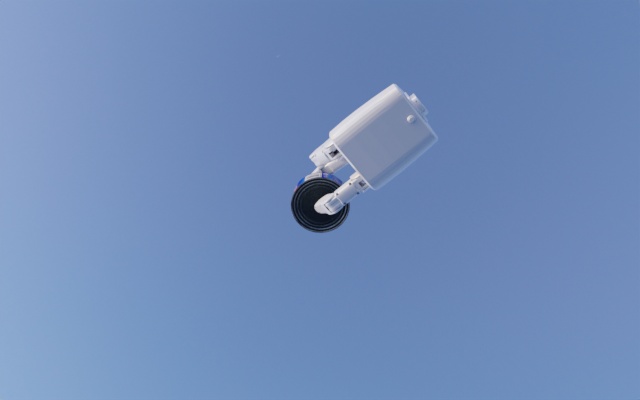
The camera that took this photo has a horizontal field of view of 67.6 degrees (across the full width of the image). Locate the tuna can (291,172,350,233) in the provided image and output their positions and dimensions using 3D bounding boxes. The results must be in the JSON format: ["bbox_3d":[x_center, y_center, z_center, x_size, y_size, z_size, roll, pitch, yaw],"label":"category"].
[{"bbox_3d":[0.000,0.002,0.705,0.086,0.086,0.033,0,20,2],"label":"tuna can"}]
